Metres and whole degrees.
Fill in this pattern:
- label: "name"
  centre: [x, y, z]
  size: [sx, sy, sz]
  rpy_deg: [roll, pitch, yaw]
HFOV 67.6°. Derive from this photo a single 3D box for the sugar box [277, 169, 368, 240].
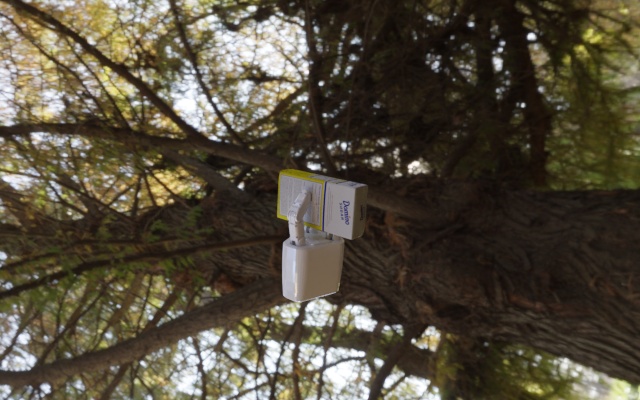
- label: "sugar box"
  centre: [0.000, 0.003, 0.860]
  size: [0.176, 0.093, 0.048]
  rpy_deg: [14, 18, 34]
